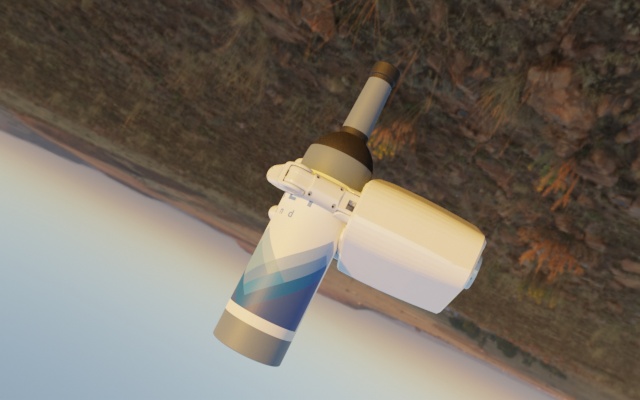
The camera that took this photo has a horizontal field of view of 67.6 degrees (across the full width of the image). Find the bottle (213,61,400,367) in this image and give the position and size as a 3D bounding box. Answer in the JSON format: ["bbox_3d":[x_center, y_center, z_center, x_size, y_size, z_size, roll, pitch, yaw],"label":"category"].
[{"bbox_3d":[0.000,0.002,0.444,0.069,0.295,0.069,26,-9,4],"label":"bottle"}]
